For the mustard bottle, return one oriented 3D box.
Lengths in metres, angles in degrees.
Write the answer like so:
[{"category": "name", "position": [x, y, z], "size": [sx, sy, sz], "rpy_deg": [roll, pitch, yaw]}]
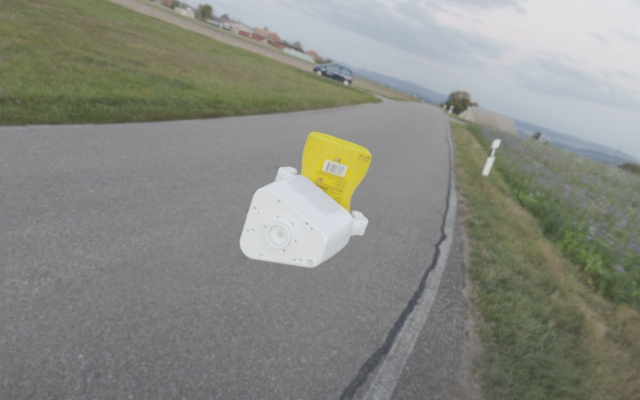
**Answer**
[{"category": "mustard bottle", "position": [0.000, 0.002, 0.709], "size": [0.096, 0.192, 0.058], "rpy_deg": [17, 16, -8]}]
